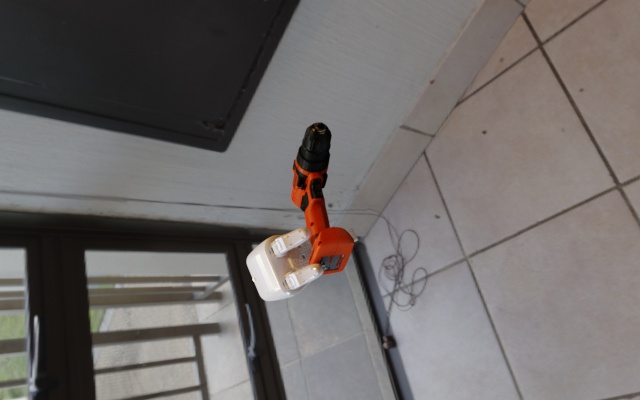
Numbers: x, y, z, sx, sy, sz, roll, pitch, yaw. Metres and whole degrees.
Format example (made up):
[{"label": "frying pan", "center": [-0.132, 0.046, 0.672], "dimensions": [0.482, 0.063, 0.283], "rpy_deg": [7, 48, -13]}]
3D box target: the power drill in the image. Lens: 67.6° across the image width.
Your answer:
[{"label": "power drill", "center": [0.000, 0.003, 0.717], "dimensions": [0.057, 0.187, 0.185], "rpy_deg": [-4, -34, -12]}]
